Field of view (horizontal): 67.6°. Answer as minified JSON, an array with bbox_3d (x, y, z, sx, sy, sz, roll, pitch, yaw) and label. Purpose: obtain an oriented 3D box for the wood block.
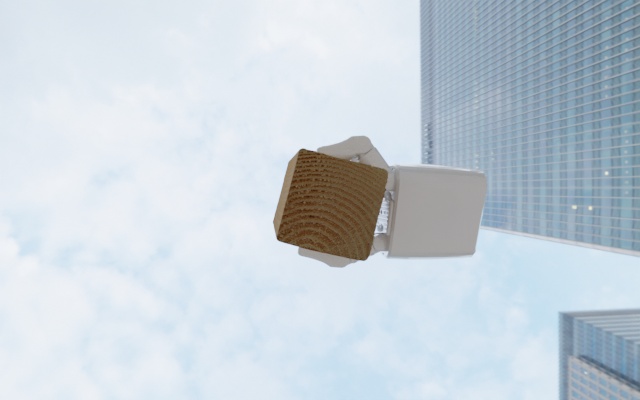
[{"bbox_3d":[0.000,0.002,0.541,0.090,0.091,0.206,14,0,-7],"label":"wood block"}]
